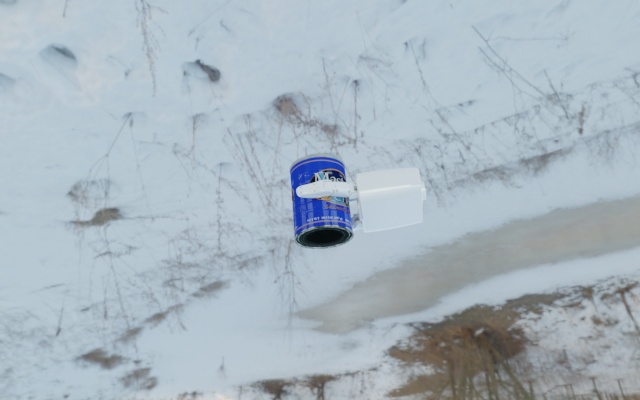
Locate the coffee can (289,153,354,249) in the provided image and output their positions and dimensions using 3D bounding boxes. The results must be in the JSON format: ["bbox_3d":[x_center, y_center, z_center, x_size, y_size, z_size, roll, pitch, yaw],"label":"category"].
[{"bbox_3d":[0.000,0.003,0.847,0.103,0.140,0.103,-5,-26,-2],"label":"coffee can"}]
